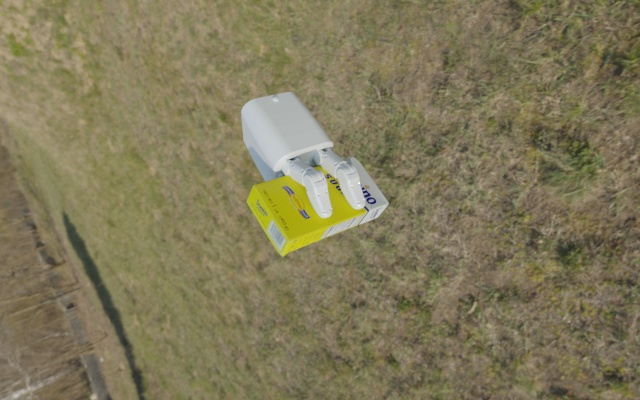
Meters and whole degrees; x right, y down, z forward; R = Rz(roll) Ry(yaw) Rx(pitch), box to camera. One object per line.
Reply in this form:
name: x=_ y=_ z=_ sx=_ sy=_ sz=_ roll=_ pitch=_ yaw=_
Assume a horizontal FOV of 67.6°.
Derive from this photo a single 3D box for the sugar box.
sugar box: x=0.000 y=0.002 z=0.650 sx=0.176 sy=0.093 sz=0.048 roll=-21 pitch=-23 yaw=-33
